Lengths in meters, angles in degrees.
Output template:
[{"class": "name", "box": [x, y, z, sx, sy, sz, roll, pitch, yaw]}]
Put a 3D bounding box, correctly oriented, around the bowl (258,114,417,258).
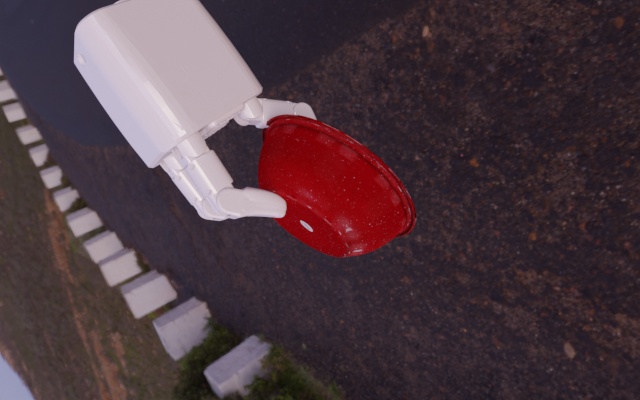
[{"class": "bowl", "box": [0.001, 0.003, 0.422, 0.162, 0.055, 0.162, 30, -22, 13]}]
